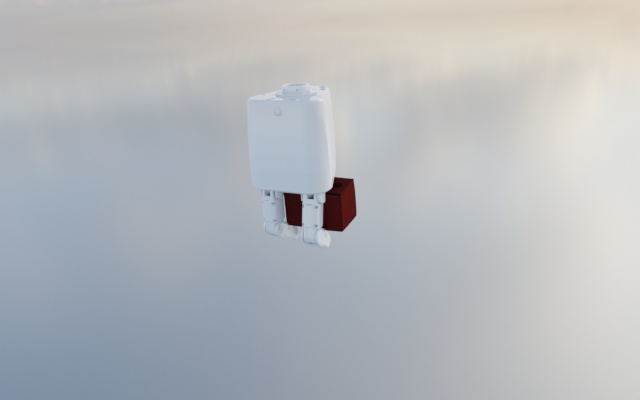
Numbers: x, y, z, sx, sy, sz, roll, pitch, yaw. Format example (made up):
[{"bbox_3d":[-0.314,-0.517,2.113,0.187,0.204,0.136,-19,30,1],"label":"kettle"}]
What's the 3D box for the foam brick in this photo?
[{"bbox_3d":[0.000,0.002,0.595,0.078,0.051,0.053,6,25,21],"label":"foam brick"}]
